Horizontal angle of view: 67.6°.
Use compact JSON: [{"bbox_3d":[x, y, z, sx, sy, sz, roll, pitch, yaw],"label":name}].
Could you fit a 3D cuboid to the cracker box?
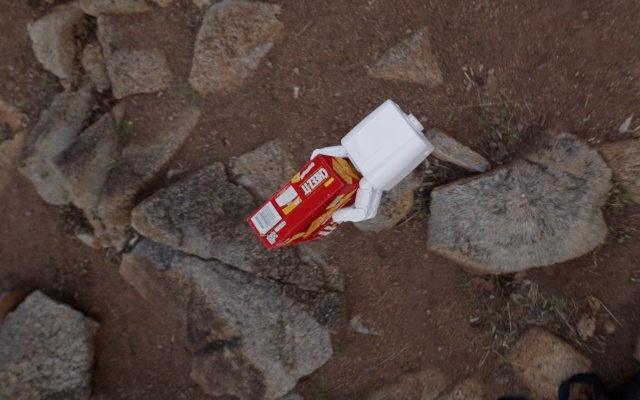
[{"bbox_3d":[0.000,0.003,0.814,0.164,0.072,0.213,-41,-15,18],"label":"cracker box"}]
